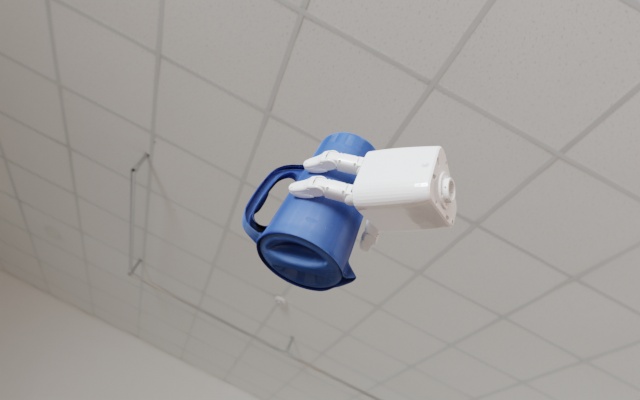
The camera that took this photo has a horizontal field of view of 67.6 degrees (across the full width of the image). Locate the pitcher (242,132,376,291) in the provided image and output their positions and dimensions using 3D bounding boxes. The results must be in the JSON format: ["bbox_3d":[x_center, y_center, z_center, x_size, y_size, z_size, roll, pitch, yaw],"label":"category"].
[{"bbox_3d":[0.000,0.002,0.740,0.145,0.242,0.149,-4,-46,34],"label":"pitcher"}]
